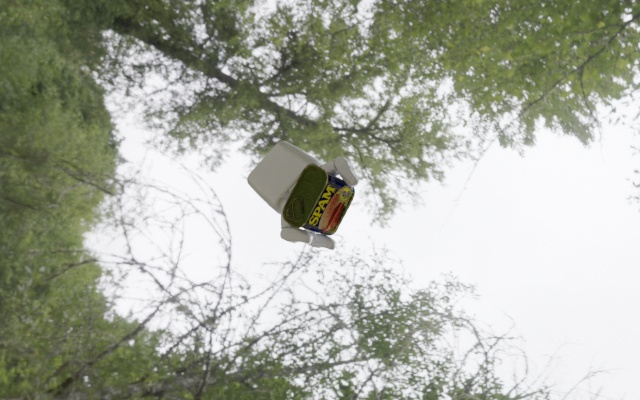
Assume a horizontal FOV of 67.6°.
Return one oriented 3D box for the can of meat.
[{"bbox_3d":[0.000,0.003,0.773,0.084,0.102,0.057,21,9,-48],"label":"can of meat"}]
